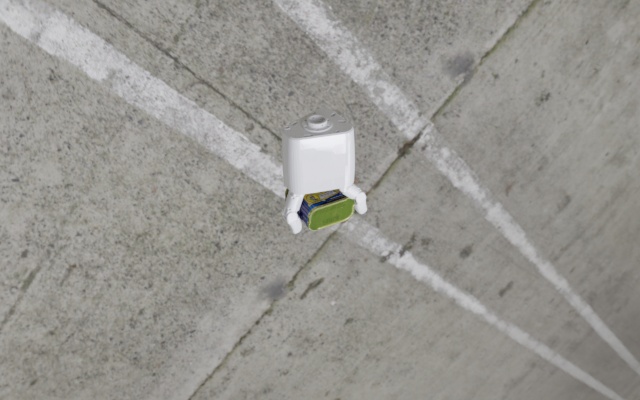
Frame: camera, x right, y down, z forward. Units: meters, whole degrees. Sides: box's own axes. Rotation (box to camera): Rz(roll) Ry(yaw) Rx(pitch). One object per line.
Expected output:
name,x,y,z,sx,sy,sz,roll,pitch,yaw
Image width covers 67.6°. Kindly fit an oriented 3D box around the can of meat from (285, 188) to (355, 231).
can of meat,0.000,0.003,0.862,0.102,0.057,0.084,-18,41,-26
